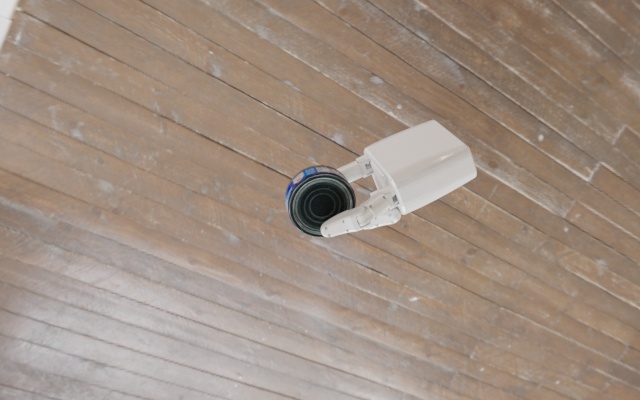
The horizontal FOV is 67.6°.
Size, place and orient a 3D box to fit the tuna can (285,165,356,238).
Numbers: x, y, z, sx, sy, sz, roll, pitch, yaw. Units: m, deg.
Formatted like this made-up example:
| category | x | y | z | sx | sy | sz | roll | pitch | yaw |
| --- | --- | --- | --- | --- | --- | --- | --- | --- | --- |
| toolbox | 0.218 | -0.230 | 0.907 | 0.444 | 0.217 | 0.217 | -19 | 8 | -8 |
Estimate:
| category | x | y | z | sx | sy | sz | roll | pitch | yaw |
| --- | --- | --- | --- | --- | --- | --- | --- | --- | --- |
| tuna can | 0.000 | 0.002 | 0.589 | 0.086 | 0.086 | 0.033 | 0 | 20 | -10 |
